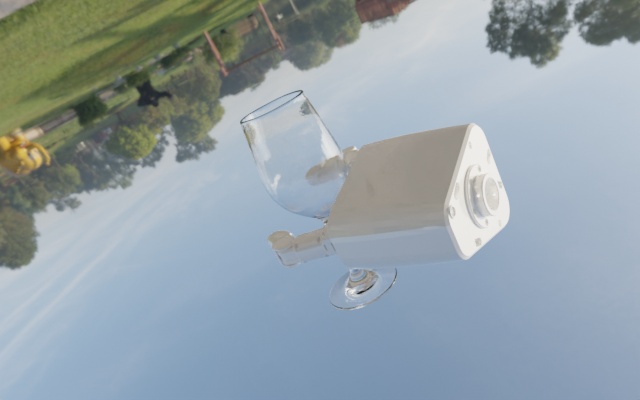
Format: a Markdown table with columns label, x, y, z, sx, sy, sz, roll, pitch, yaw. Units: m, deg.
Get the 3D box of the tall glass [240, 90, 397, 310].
| label | x | y | z | sx | sy | sz | roll | pitch | yaw |
| --- | --- | --- | --- | --- | --- | --- | --- | --- | --- |
| tall glass | 0.000 | 0.002 | 0.447 | 0.079 | 0.201 | 0.079 | -24 | 19 | 9 |
